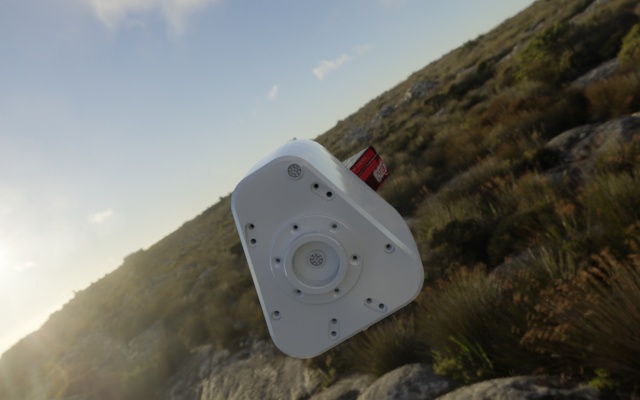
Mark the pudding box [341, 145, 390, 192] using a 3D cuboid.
[{"bbox_3d":[0.000,0.001,0.440,0.113,0.039,0.090,-26,11,34],"label":"pudding box"}]
